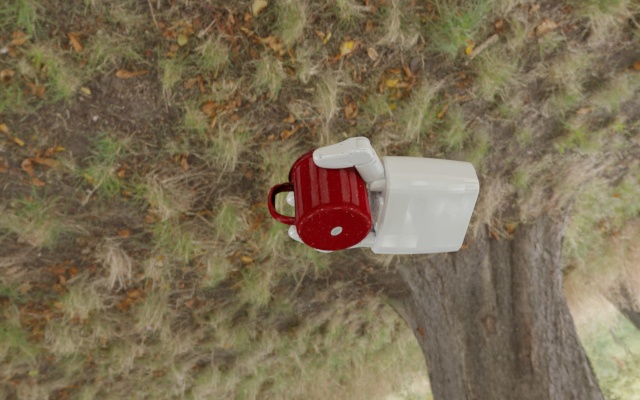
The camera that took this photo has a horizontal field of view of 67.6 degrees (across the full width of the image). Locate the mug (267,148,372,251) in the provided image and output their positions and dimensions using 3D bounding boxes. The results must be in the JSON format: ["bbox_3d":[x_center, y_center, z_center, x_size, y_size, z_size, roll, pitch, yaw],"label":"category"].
[{"bbox_3d":[-0.001,0.002,0.527,0.117,0.081,0.093,0,-41,-6],"label":"mug"}]
